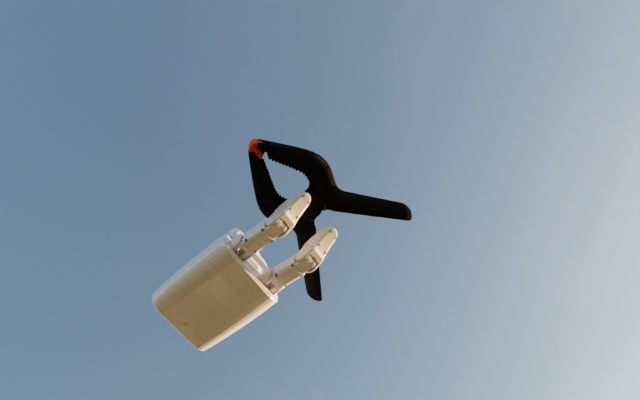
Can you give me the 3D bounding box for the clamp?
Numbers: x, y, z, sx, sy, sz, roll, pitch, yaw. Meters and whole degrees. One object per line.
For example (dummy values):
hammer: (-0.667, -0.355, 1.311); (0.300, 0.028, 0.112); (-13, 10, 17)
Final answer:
clamp: (-0.001, 0.001, 0.564); (0.164, 0.210, 0.036); (-37, 20, 1)
